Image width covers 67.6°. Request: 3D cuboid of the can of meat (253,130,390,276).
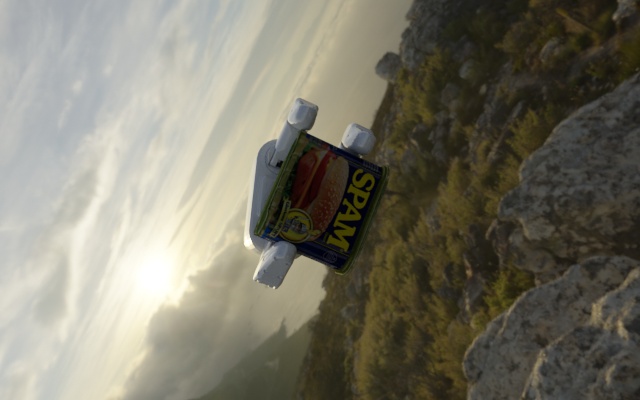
[{"bbox_3d":[0.000,0.001,0.410,0.084,0.102,0.057,24,-9,-9],"label":"can of meat"}]
